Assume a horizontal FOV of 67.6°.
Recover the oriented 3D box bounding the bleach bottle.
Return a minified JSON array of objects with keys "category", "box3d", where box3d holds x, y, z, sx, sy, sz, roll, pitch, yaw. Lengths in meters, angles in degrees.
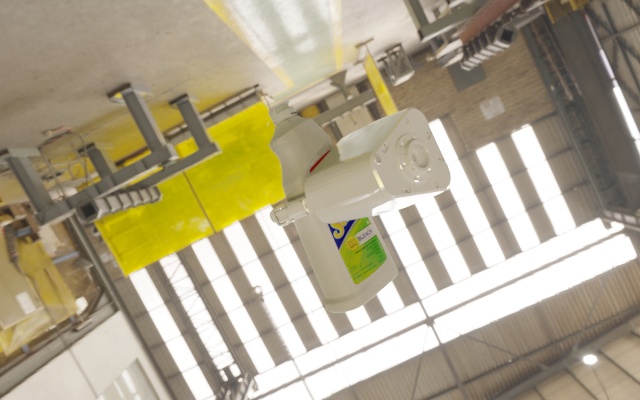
[{"category":"bleach bottle","box3d":[0.000,0.002,0.580,0.102,0.251,0.068,-30,6,-38]}]
